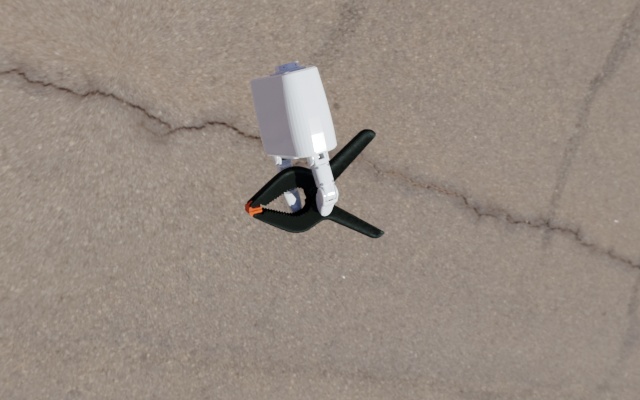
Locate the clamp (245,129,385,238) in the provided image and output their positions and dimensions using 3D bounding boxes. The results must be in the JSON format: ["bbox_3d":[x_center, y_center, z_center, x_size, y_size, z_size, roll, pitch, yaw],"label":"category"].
[{"bbox_3d":[0.000,0.002,0.682,0.210,0.164,0.036,-19,16,-17],"label":"clamp"}]
